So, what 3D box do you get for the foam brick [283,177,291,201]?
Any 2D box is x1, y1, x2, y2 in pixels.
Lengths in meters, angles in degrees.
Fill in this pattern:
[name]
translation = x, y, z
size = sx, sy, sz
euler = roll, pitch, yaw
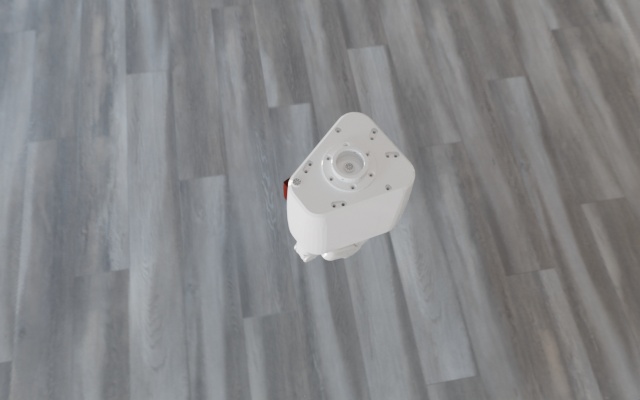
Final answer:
[foam brick]
translation = 0.000, 0.002, 0.548
size = 0.053, 0.078, 0.051
euler = -35, -17, -14
